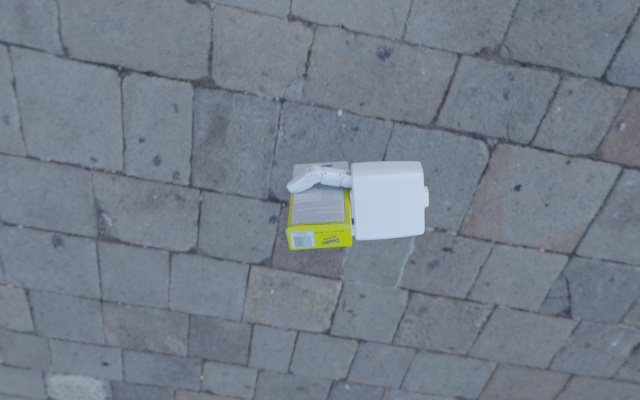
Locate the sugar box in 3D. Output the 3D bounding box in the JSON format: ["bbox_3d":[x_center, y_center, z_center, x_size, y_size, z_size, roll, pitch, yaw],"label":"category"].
[{"bbox_3d":[0.000,0.003,0.743,0.093,0.048,0.176,-3,33,4],"label":"sugar box"}]
